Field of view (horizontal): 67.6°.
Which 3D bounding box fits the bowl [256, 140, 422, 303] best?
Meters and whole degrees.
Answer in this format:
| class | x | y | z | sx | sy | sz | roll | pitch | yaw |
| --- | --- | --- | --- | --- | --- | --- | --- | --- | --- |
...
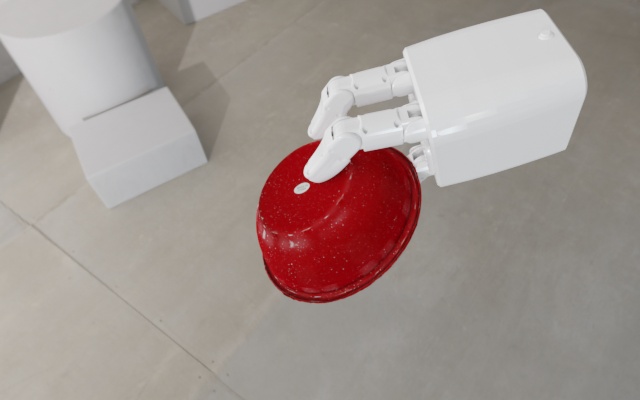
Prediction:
| class | x | y | z | sx | sy | sz | roll | pitch | yaw |
| --- | --- | --- | --- | --- | --- | --- | --- | --- | --- |
| bowl | -0.001 | 0.002 | 0.405 | 0.162 | 0.162 | 0.055 | 0 | -31 | 39 |
